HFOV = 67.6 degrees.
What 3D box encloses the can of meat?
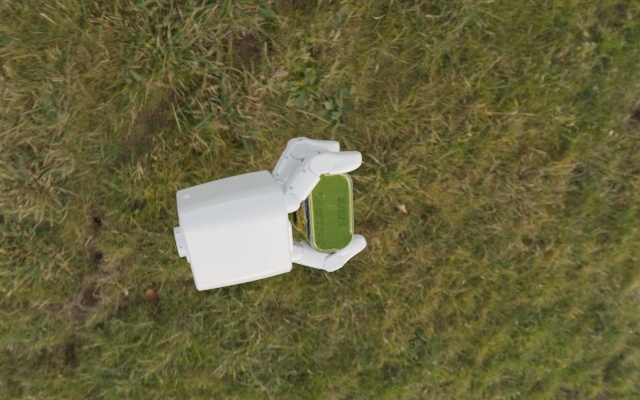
[{"bbox_3d":[0.000,0.002,0.563,0.057,0.102,0.084,-9,20,-15],"label":"can of meat"}]
